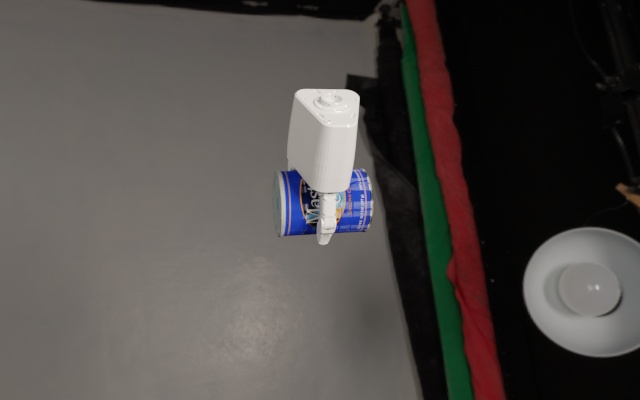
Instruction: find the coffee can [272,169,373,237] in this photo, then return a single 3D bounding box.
[{"bbox_3d":[0.000,0.003,0.749,0.140,0.103,0.103,-2,0,-13],"label":"coffee can"}]
